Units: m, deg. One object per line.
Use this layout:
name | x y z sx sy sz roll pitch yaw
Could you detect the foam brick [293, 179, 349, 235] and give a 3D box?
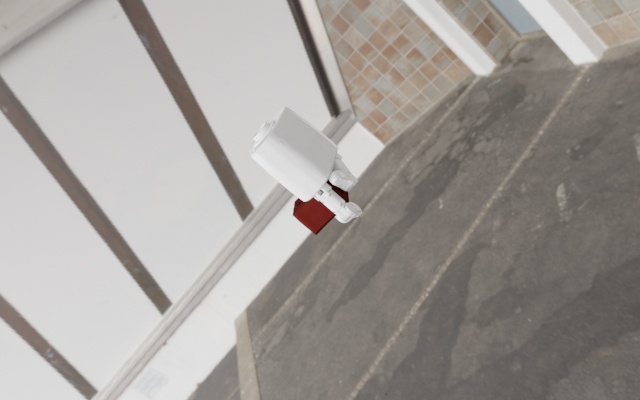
foam brick | 0.000 0.003 0.747 0.051 0.078 0.053 38 20 -17
